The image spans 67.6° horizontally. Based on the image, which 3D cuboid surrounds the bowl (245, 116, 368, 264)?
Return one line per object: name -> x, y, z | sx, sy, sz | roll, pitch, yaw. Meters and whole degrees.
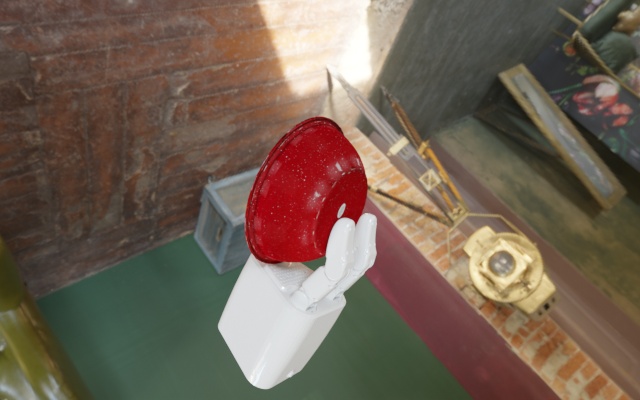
bowl -> 0.001, 0.001, 0.475 | 0.055, 0.162, 0.162 | 25, 13, 29
